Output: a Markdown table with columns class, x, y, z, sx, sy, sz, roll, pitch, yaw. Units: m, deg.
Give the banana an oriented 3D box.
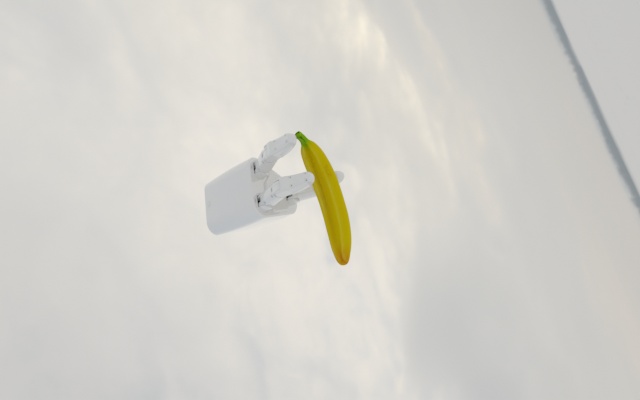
| class | x | y | z | sx | sy | sz | roll | pitch | yaw |
| --- | --- | --- | --- | --- | --- | --- | --- | --- | --- |
| banana | 0.007 | -0.004 | 0.693 | 0.037 | 0.198 | 0.069 | -21 | 1 | 30 |
